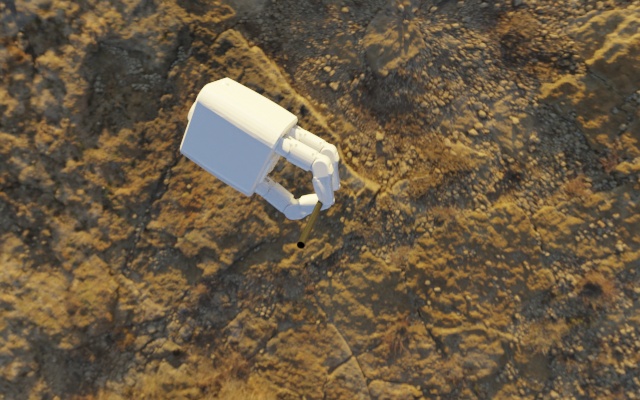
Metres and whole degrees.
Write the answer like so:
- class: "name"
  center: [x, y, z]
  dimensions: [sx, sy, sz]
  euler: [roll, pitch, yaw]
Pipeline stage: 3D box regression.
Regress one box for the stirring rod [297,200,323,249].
- class: "stirring rod"
  center: [0.000, 0.002, 0.579]
  dimensions: [0.011, 0.011, 0.239]
  euler: [0, 20, 10]
